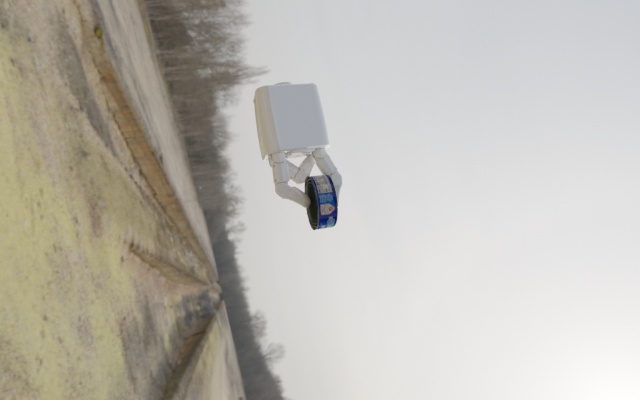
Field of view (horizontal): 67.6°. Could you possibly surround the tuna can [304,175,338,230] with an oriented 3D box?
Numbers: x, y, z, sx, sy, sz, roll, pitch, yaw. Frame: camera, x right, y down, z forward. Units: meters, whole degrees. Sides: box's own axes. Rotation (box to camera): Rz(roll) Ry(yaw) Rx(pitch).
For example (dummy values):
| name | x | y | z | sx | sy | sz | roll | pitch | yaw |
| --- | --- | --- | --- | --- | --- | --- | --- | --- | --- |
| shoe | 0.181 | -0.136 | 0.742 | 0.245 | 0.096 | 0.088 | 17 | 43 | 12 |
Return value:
| name | x | y | z | sx | sy | sz | roll | pitch | yaw |
| --- | --- | --- | --- | --- | --- | --- | --- | --- | --- |
| tuna can | 0.001 | 0.002 | 0.751 | 0.034 | 0.086 | 0.086 | -7 | 2 | -13 |
